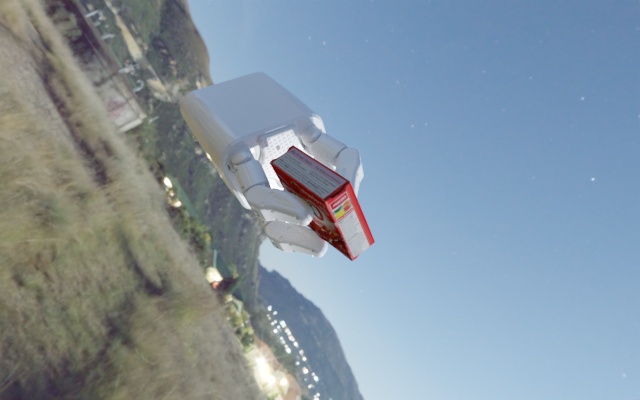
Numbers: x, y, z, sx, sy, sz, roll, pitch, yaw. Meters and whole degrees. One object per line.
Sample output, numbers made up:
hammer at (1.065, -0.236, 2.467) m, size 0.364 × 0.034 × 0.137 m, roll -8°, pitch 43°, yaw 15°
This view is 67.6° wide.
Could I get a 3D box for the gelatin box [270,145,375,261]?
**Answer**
gelatin box at (0.001, 0.001, 0.408) m, size 0.030 × 0.073 × 0.089 m, roll -38°, pitch 41°, yaw -15°
